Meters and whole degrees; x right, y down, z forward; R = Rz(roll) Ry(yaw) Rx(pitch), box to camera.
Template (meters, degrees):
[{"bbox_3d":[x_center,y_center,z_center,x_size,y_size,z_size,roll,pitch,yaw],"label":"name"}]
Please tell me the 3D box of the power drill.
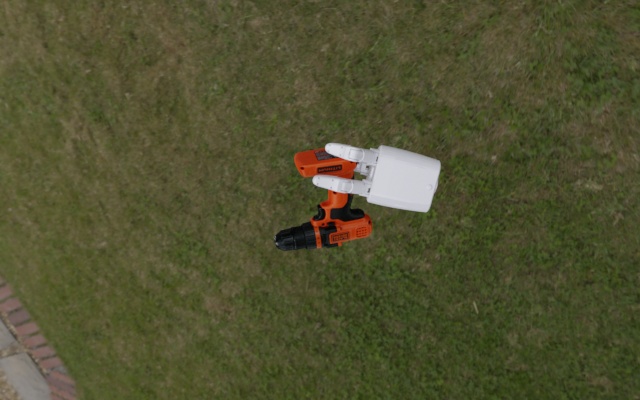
[{"bbox_3d":[0.000,0.002,0.847,0.184,0.188,0.057,-11,34,-9],"label":"power drill"}]
